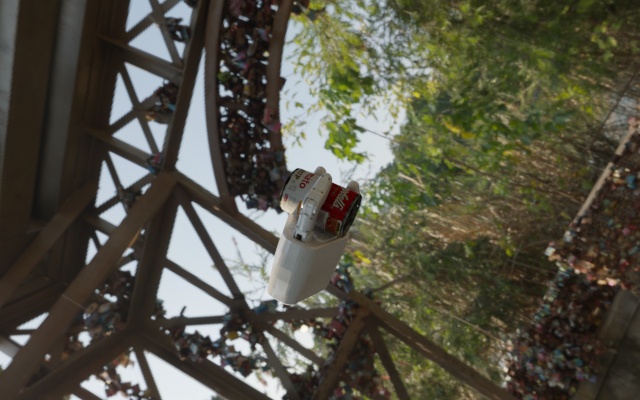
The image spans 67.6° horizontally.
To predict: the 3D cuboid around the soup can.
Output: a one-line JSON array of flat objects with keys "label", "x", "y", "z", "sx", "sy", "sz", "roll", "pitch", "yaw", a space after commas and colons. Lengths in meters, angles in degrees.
[{"label": "soup can", "x": 0.000, "y": 0.002, "z": 0.689, "sx": 0.102, "sy": 0.068, "sz": 0.068, "roll": 25, "pitch": 6, "yaw": 13}]
